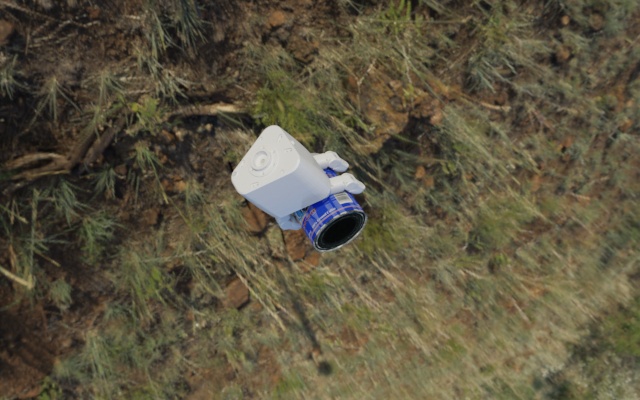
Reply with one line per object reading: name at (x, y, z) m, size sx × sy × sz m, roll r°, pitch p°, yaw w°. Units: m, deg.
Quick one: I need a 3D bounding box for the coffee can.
coffee can at (0.000, 0.003, 0.818) m, size 0.103 × 0.140 × 0.103 m, roll -24°, pitch -32°, yaw -16°
